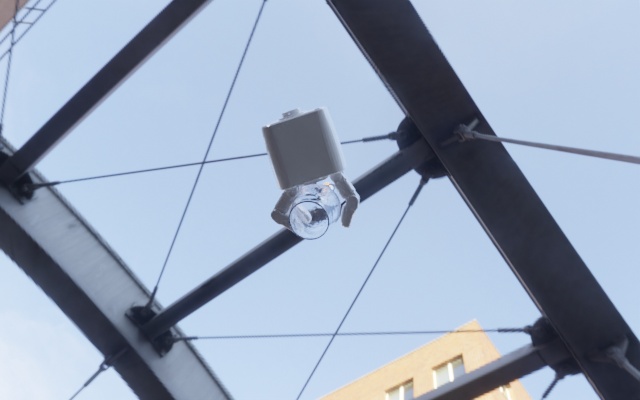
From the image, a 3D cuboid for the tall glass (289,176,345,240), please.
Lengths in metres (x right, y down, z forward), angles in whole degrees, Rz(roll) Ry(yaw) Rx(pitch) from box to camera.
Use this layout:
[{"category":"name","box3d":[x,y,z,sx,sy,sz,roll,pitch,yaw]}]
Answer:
[{"category":"tall glass","box3d":[0.000,0.003,0.801,0.079,0.079,0.201,0,16,10]}]
